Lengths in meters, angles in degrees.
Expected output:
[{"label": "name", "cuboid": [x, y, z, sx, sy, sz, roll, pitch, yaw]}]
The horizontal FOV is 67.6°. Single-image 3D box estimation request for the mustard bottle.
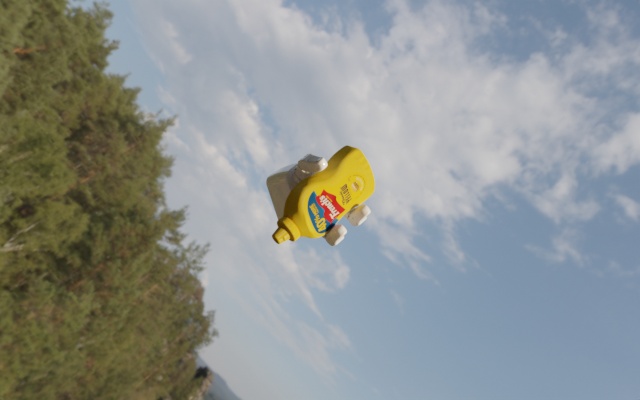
[{"label": "mustard bottle", "cuboid": [0.000, 0.002, 0.749, 0.191, 0.096, 0.058, -39, 40, -22]}]
